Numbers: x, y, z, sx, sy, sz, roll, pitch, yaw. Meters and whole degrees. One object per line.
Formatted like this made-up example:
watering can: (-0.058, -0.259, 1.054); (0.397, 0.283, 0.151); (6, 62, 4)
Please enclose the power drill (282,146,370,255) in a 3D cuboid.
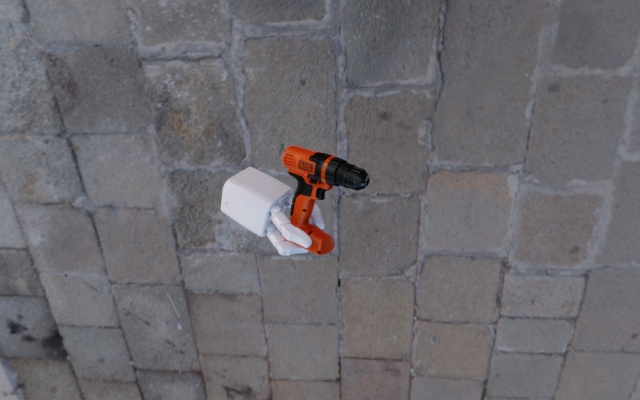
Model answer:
power drill: (0.000, 0.003, 0.896); (0.184, 0.188, 0.057); (22, 23, 33)
